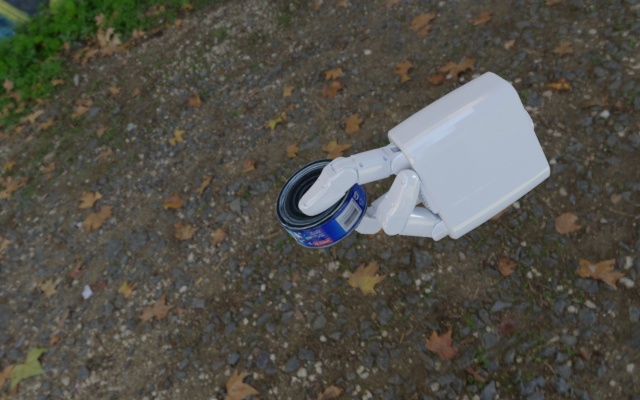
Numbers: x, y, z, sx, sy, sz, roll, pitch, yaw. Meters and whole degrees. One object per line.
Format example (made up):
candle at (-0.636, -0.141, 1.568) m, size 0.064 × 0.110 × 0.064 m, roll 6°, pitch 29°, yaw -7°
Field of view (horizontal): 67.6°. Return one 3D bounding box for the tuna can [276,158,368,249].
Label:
tuna can at (0.000, 0.001, 0.459) m, size 0.086 × 0.086 × 0.034 m, roll 0°, pitch -35°, yaw 36°
